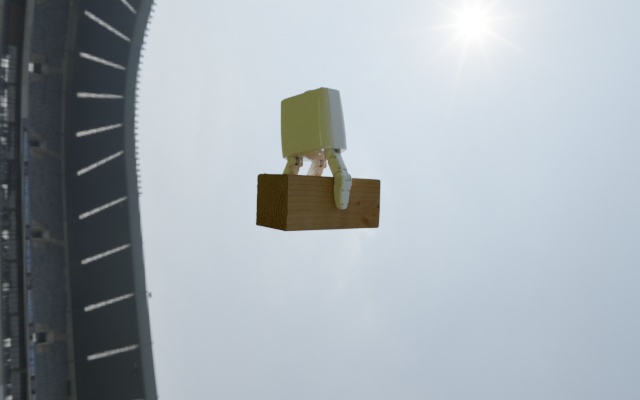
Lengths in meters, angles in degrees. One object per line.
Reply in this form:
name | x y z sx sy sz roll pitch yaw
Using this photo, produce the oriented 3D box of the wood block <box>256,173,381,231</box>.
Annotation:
wood block | 0.000 0.002 0.827 0.206 0.090 0.091 1 3 -39
